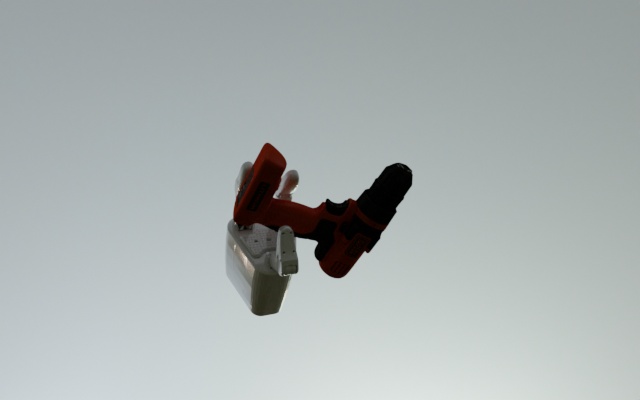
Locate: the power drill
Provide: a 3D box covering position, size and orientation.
[{"bbox_3d":[0.000,0.002,0.596,0.188,0.184,0.057,25,25,-17],"label":"power drill"}]
